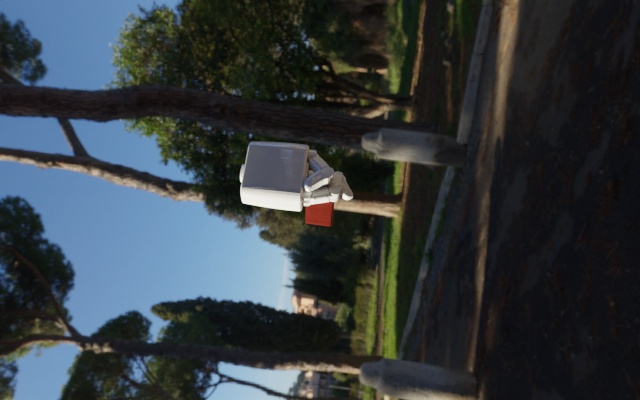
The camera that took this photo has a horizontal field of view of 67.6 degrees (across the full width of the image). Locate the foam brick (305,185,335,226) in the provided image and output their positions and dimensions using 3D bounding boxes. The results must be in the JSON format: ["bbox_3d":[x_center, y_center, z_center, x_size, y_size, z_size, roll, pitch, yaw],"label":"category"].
[{"bbox_3d":[0.000,0.003,0.879,0.051,0.053,0.078,5,-39,1],"label":"foam brick"}]
